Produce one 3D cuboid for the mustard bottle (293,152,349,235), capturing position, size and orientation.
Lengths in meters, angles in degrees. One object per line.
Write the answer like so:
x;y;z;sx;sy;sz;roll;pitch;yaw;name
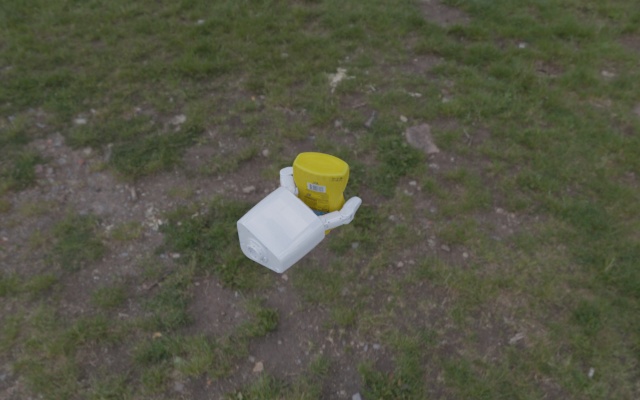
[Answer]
0.000;0.002;0.880;0.096;0.192;0.058;12;47;11;mustard bottle
